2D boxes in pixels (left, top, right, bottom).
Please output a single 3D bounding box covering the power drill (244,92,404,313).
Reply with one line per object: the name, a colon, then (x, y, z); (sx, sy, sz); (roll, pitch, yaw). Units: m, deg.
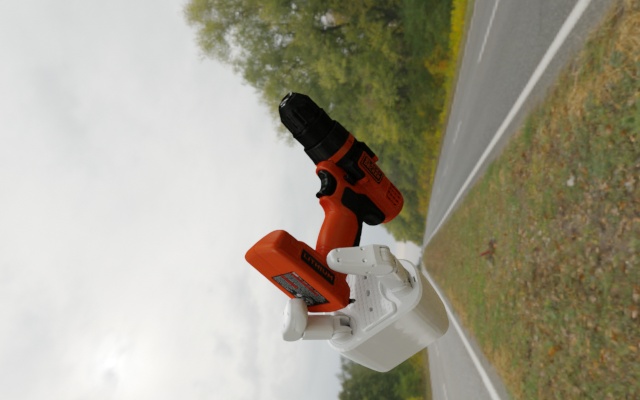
power drill: (0.000, 0.002, 0.483); (0.184, 0.187, 0.057); (43, -39, -20)
